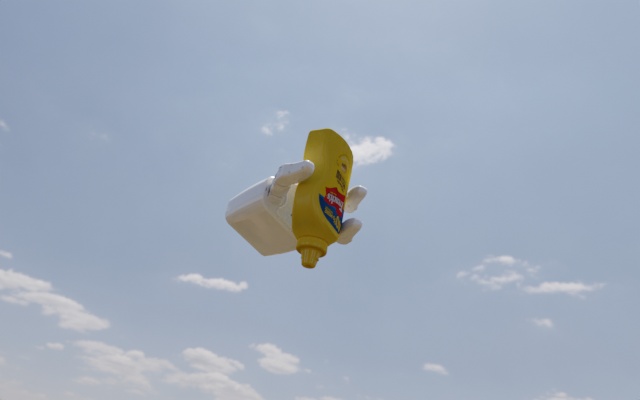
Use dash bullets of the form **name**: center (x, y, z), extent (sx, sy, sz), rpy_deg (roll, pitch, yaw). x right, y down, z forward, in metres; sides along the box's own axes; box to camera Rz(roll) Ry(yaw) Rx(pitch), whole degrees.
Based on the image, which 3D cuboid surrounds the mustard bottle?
- **mustard bottle**: center (0.000, 0.002, 0.652), extent (0.058, 0.191, 0.096), rpy_deg (-3, -33, 24)
